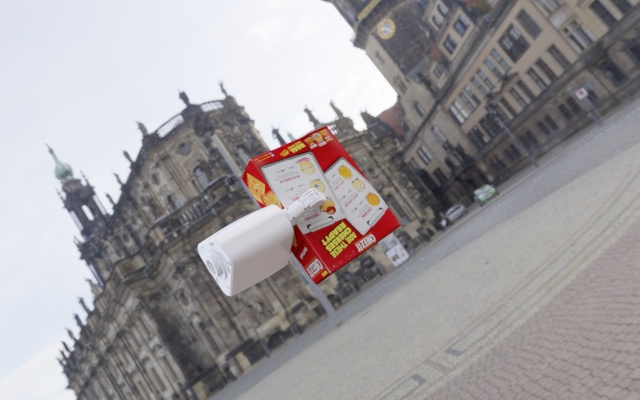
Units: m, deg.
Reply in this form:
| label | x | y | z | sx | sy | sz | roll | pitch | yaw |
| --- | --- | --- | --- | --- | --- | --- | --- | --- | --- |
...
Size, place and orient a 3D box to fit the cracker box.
| label | x | y | z | sx | sy | sz | roll | pitch | yaw |
| --- | --- | --- | --- | --- | --- | --- | --- | --- | --- |
| cracker box | 0.000 | 0.002 | 0.776 | 0.164 | 0.213 | 0.072 | -29 | -12 | -32 |
